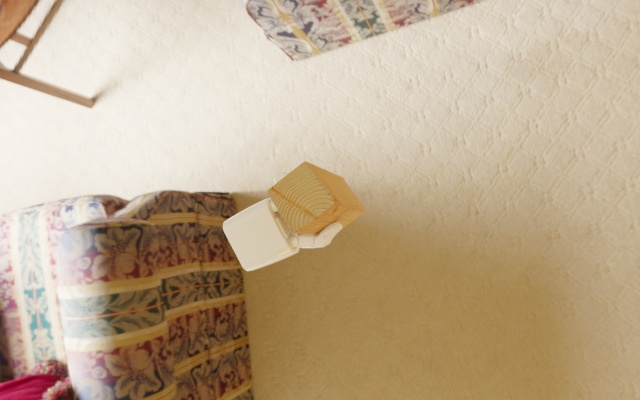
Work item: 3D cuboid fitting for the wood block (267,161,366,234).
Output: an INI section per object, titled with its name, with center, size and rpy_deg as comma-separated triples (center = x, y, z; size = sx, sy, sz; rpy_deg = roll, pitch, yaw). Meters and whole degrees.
[wood block]
center = 0.000, 0.003, 0.879
size = 0.090, 0.090, 0.206
rpy_deg = -37, -15, 13
